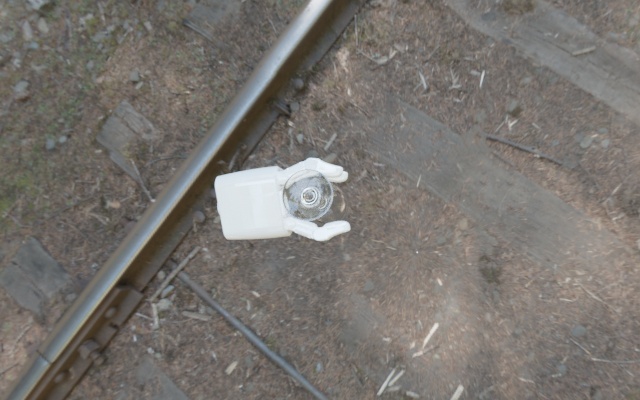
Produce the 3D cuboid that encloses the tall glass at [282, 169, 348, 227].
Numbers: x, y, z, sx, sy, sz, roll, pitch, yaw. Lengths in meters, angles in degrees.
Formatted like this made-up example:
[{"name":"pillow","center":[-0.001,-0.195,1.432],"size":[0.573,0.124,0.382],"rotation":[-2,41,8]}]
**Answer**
[{"name":"tall glass","center":[0.000,0.003,0.774],"size":[0.079,0.079,0.201],"rotation":[0,-6,11]}]
